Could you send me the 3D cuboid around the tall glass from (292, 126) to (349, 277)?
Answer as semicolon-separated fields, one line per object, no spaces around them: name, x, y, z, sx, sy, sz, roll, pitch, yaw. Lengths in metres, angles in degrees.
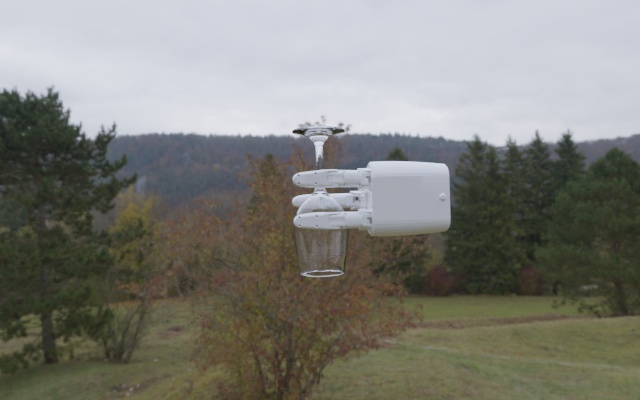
tall glass;0.000;0.001;0.665;0.079;0.201;0.079;-1;-1;0
